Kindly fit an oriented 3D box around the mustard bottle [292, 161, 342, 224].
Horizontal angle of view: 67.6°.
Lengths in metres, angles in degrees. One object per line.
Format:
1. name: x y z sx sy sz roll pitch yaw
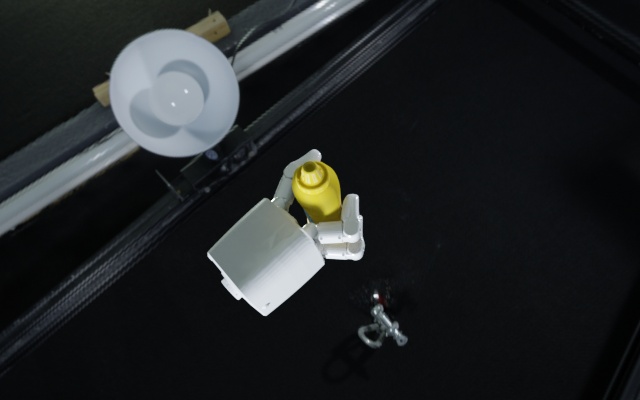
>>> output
1. mustard bottle: 0.000 0.002 0.637 0.058 0.096 0.192 -20 -26 0
